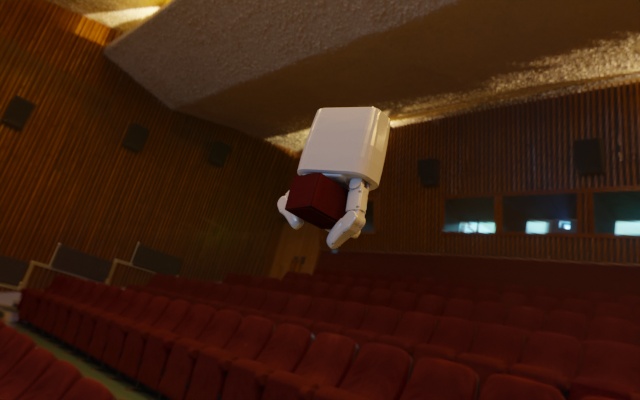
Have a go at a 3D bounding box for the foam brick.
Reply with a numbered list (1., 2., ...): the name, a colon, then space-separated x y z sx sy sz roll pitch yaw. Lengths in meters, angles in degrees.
1. foam brick: 0.000 0.002 0.648 0.053 0.051 0.078 -4 -25 44
